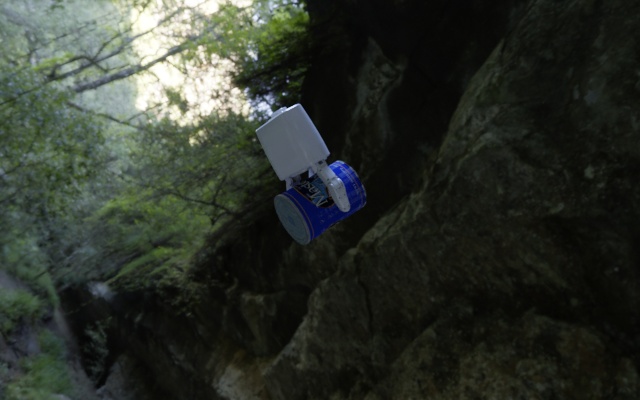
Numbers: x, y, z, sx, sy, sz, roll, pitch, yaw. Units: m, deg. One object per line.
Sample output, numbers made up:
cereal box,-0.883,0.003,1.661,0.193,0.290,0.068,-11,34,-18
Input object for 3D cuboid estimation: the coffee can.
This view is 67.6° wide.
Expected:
coffee can,0.000,0.003,0.887,0.140,0.103,0.103,-32,14,-23
